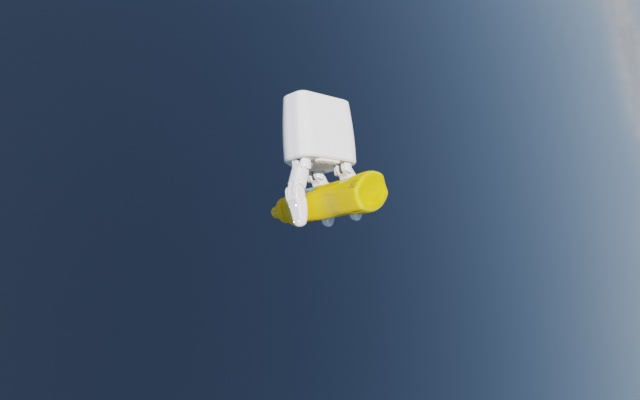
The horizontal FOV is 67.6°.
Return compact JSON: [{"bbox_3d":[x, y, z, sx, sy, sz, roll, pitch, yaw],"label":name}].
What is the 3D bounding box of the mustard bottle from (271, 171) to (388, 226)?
[{"bbox_3d":[0.000,0.003,0.736,0.191,0.058,0.096,-12,10,35],"label":"mustard bottle"}]
